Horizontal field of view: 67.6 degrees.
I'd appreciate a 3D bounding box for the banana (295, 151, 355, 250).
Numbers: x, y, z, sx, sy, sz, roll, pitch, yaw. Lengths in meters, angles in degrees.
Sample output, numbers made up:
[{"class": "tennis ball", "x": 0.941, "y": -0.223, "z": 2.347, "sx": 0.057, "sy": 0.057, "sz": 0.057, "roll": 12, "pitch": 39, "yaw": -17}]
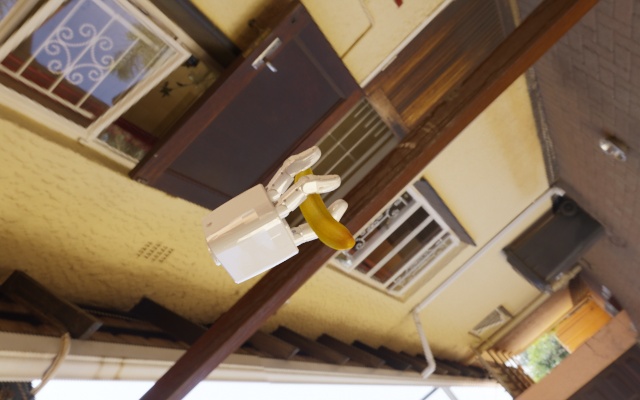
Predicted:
[{"class": "banana", "x": -0.002, "y": 0.013, "z": 0.706, "sx": 0.037, "sy": 0.070, "sz": 0.197, "roll": -13, "pitch": 48, "yaw": -18}]
